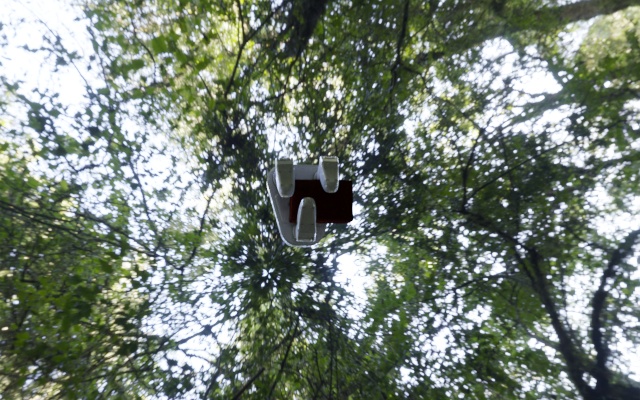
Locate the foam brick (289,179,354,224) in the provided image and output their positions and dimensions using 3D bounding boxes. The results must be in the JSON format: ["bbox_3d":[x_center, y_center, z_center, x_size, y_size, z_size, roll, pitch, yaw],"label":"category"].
[{"bbox_3d":[0.000,0.002,0.610,0.078,0.053,0.051,2,-7,-5],"label":"foam brick"}]
